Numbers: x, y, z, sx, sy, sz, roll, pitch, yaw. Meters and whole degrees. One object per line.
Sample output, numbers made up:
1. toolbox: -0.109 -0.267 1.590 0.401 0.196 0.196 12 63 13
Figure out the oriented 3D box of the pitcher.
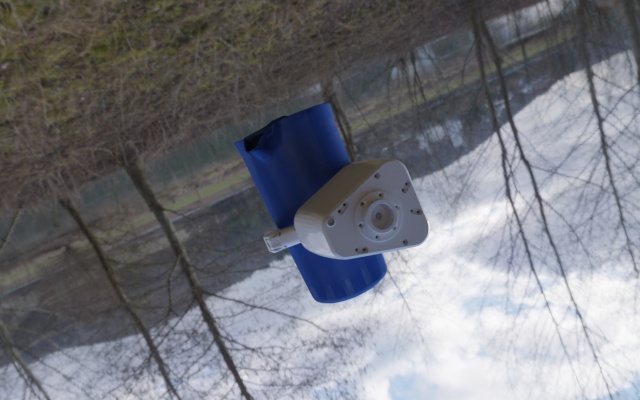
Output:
1. pitcher: 0.000 0.002 0.635 0.149 0.243 0.145 -25 6 -15
